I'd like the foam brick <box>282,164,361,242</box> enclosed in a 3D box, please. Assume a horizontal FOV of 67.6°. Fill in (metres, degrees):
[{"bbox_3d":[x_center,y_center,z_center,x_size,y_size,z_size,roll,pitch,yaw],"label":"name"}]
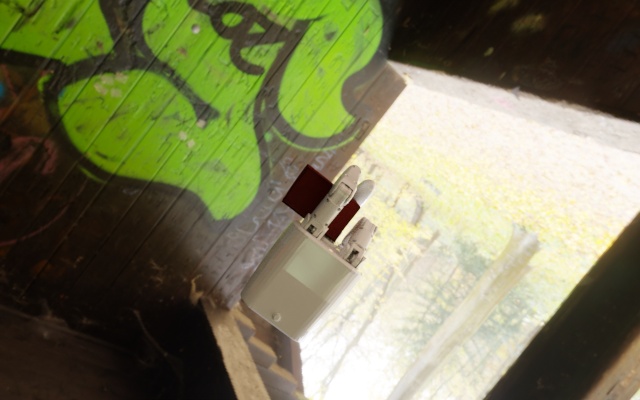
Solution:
[{"bbox_3d":[0.000,0.002,0.557,0.078,0.051,0.053,38,5,-5],"label":"foam brick"}]
